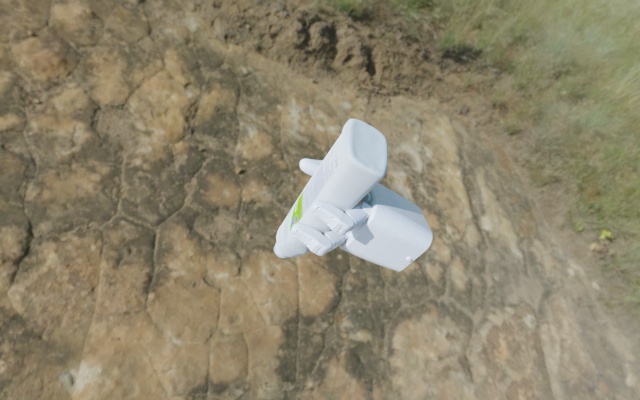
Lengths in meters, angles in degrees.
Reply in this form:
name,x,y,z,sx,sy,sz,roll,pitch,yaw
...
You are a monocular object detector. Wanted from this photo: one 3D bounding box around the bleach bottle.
name,x,y,z,sx,sy,sz,roll,pitch,yaw
bleach bottle,0.000,0.002,0.703,0.068,0.102,0.251,26,-48,-17
